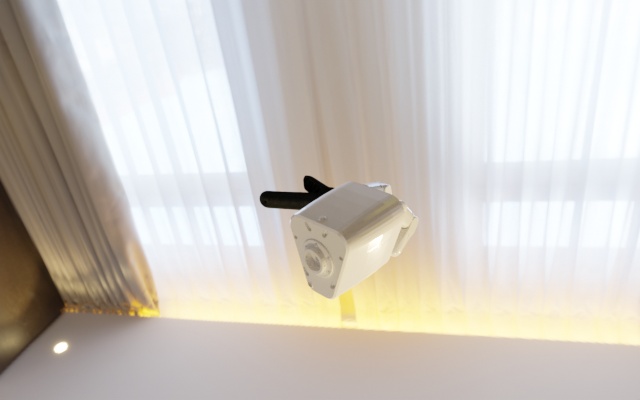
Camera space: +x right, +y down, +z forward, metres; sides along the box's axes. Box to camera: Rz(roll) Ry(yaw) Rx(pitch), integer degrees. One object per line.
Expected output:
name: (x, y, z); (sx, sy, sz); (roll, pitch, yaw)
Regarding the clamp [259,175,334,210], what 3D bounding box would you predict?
clamp: (0.000, 0.003, 0.686); (0.171, 0.039, 0.120); (17, 31, 40)
